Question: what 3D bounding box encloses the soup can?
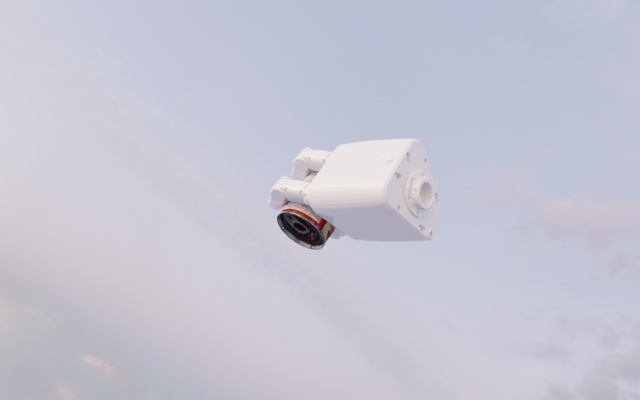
[{"bbox_3d":[0.000,0.002,0.605,0.068,0.102,0.069,25,-32,17],"label":"soup can"}]
